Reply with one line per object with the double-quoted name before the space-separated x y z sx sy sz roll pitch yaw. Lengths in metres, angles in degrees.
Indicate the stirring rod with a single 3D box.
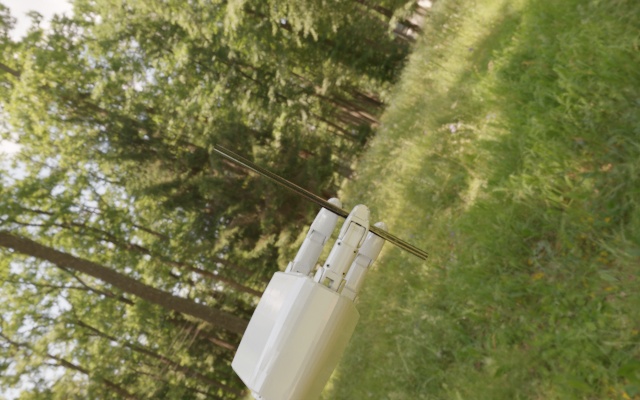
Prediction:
"stirring rod" 0.000 0.002 0.482 0.239 0.011 0.011 27 0 1
